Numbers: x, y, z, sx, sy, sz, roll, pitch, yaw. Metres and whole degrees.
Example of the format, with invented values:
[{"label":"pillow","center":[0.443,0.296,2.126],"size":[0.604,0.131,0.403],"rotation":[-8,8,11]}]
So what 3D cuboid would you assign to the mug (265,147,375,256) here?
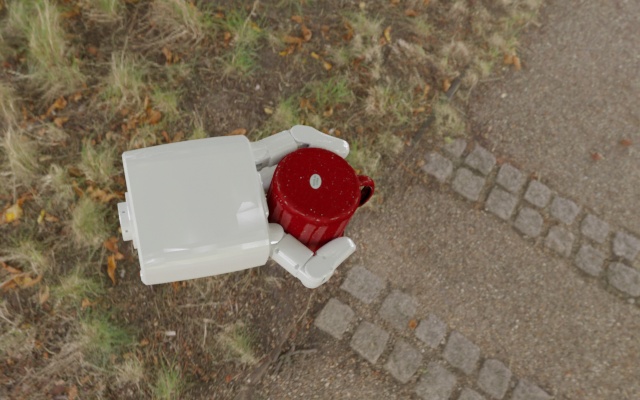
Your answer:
[{"label":"mug","center":[0.001,0.001,0.458],"size":[0.117,0.093,0.081],"rotation":[-11,-26,-22]}]
